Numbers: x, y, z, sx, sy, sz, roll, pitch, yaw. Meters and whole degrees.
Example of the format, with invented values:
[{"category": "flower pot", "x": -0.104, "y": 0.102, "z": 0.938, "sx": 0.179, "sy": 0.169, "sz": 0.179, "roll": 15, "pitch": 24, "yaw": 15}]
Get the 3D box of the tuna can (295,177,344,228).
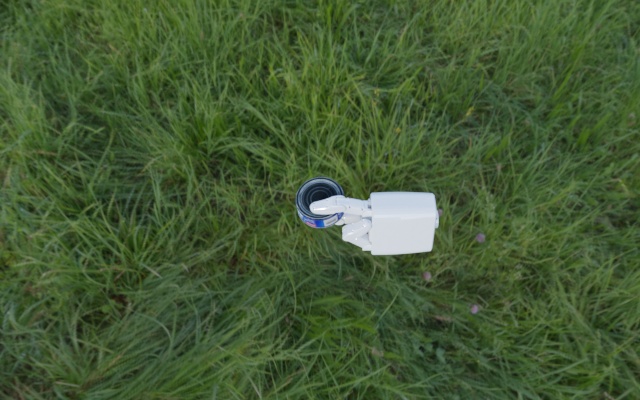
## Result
[{"category": "tuna can", "x": 0.000, "y": 0.002, "z": 0.826, "sx": 0.086, "sy": 0.086, "sz": 0.034, "roll": 0, "pitch": -29, "yaw": 7}]
